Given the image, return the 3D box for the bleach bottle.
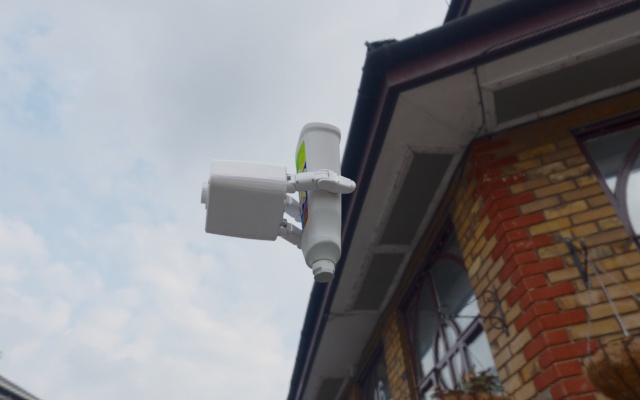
[{"bbox_3d":[0.000,0.002,0.721,0.068,0.250,0.103,7,-40,-13],"label":"bleach bottle"}]
